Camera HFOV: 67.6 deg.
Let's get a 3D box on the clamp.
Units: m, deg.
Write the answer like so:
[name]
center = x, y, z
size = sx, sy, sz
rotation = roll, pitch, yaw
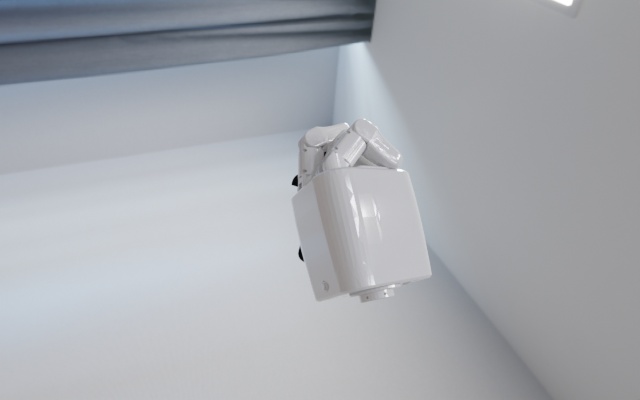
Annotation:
[clamp]
center = 0.001, 0.002, 0.553
size = 0.039, 0.120, 0.171
rotation = -4, -16, -18
